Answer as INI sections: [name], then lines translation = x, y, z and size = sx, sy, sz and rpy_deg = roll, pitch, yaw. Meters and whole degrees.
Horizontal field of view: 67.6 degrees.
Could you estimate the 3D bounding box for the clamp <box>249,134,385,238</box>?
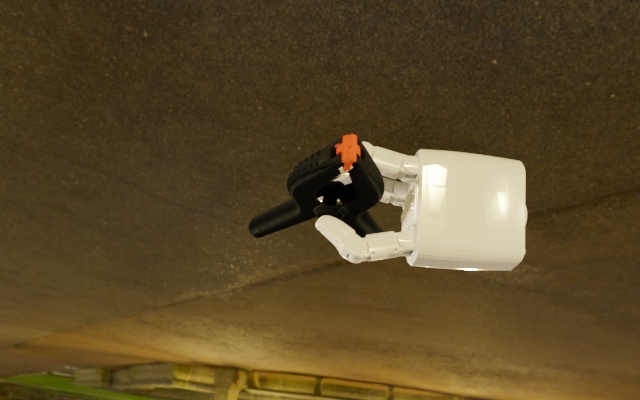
[clamp]
translation = 0.000, 0.002, 0.494
size = 0.164, 0.036, 0.210
rpy_deg = 2, -27, -1
